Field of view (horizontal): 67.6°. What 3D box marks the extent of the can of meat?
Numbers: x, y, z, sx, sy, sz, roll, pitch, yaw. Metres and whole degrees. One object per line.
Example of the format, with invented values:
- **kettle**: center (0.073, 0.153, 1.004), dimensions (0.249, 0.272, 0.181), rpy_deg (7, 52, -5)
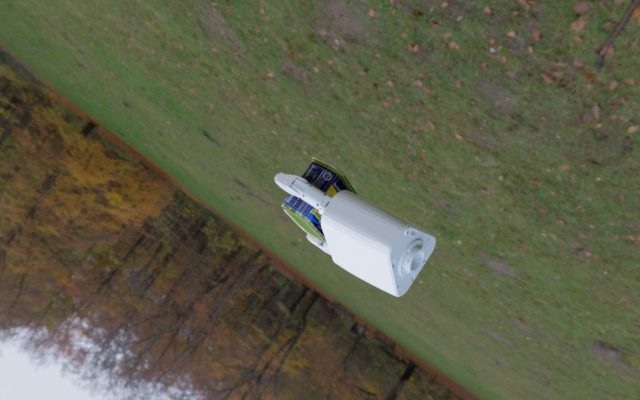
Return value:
- **can of meat**: center (0.000, 0.002, 0.676), dimensions (0.057, 0.084, 0.102), rpy_deg (28, -13, 33)
